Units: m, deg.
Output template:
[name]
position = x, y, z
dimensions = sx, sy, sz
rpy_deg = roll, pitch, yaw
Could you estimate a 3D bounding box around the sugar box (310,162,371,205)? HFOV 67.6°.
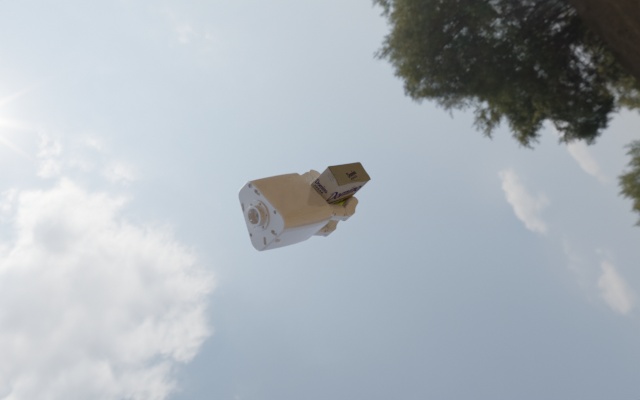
[sugar box]
position = 0.000, 0.003, 0.849
dimensions = 0.093, 0.048, 0.176
rpy_deg = -13, -22, -49
